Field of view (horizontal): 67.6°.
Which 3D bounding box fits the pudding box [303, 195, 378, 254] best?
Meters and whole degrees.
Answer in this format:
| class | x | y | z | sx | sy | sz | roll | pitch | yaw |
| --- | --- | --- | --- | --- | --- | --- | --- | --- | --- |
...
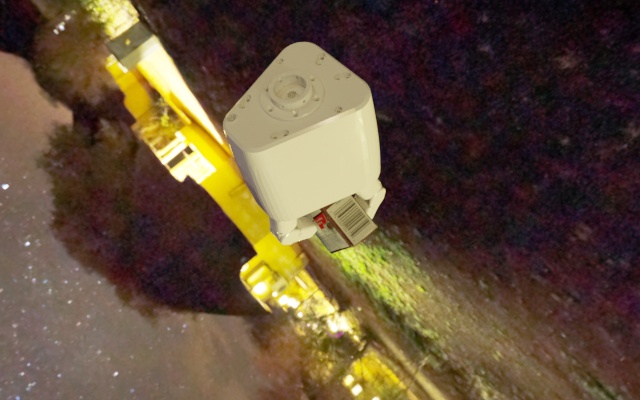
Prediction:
| class | x | y | z | sx | sy | sz | roll | pitch | yaw |
| --- | --- | --- | --- | --- | --- | --- | --- | --- | --- |
| pudding box | 0.000 | 0.002 | 0.511 | 0.039 | 0.113 | 0.090 | -38 | 0 | -16 |
